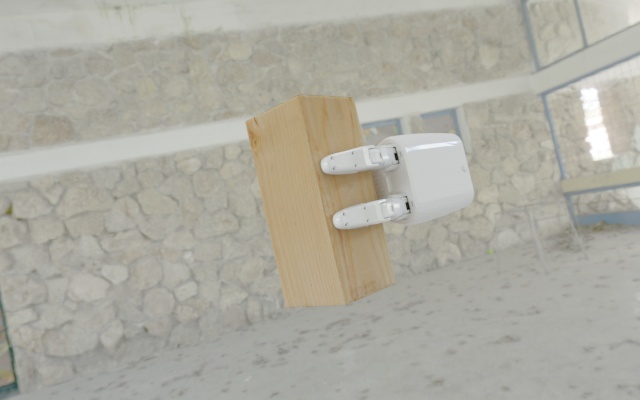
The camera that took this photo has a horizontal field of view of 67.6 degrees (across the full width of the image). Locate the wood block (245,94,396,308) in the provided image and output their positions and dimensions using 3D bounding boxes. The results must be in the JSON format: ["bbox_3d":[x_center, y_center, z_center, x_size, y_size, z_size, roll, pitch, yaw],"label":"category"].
[{"bbox_3d":[0.000,0.002,0.515,0.091,0.206,0.090,-15,-3,44],"label":"wood block"}]
